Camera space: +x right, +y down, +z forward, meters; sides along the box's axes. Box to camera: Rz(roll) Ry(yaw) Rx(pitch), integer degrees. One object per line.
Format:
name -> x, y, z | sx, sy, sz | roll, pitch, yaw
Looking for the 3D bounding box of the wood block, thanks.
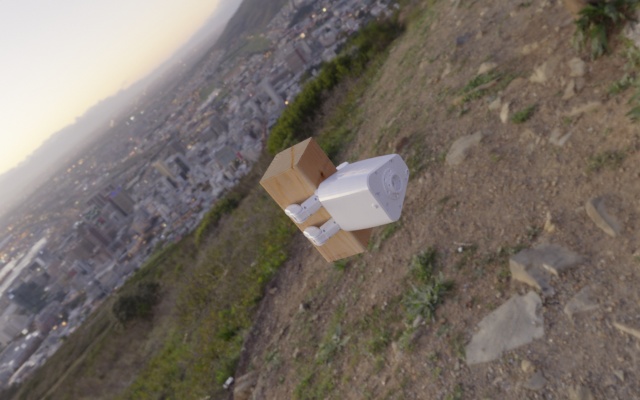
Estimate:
wood block -> 0.000, 0.002, 0.859 | 0.090, 0.206, 0.090 | -22, 29, 34
